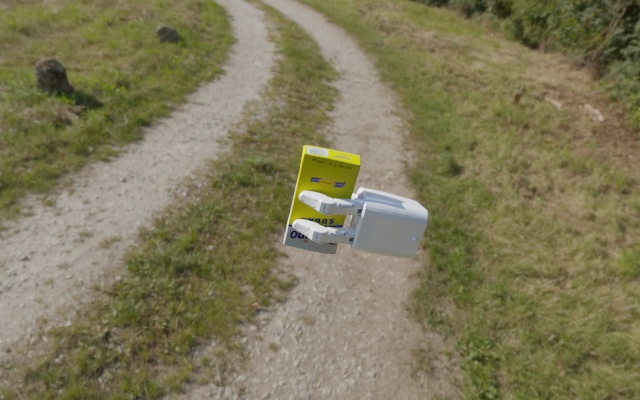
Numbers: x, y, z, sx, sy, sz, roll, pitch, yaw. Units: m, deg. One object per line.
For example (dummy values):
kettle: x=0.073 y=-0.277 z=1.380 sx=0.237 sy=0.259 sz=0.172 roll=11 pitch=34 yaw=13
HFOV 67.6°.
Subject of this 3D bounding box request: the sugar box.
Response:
sugar box: x=0.000 y=0.003 z=0.786 sx=0.093 sy=0.176 sz=0.048 roll=11 pitch=26 yaw=-4
